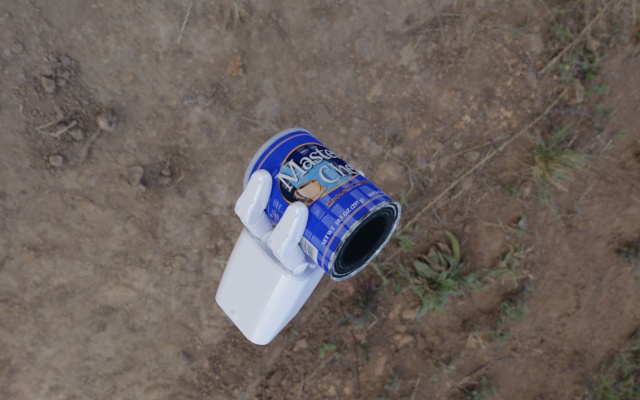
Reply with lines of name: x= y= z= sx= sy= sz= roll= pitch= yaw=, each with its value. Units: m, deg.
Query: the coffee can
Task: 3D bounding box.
coffee can: x=0.000 y=0.001 z=0.512 sx=0.140 sy=0.103 sz=0.103 roll=41 pitch=22 yaw=27
